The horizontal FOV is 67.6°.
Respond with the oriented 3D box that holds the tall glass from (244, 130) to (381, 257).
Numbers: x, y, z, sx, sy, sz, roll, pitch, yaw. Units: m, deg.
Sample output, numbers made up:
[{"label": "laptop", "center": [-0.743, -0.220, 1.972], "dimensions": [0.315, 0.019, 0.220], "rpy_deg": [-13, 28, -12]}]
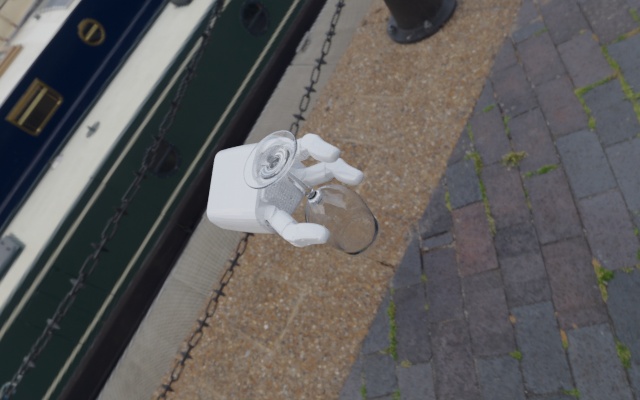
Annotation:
[{"label": "tall glass", "center": [0.000, 0.002, 0.583], "dimensions": [0.079, 0.079, 0.201], "rpy_deg": [0, -28, 40]}]
